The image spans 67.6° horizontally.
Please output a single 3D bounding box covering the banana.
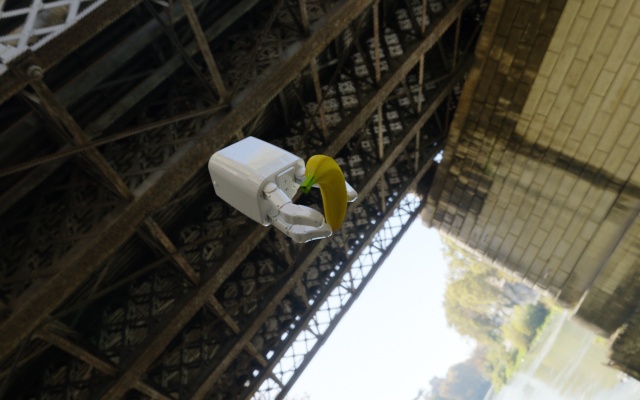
[{"bbox_3d":[0.008,-0.015,0.658,0.037,0.069,0.198,26,-10,21],"label":"banana"}]
